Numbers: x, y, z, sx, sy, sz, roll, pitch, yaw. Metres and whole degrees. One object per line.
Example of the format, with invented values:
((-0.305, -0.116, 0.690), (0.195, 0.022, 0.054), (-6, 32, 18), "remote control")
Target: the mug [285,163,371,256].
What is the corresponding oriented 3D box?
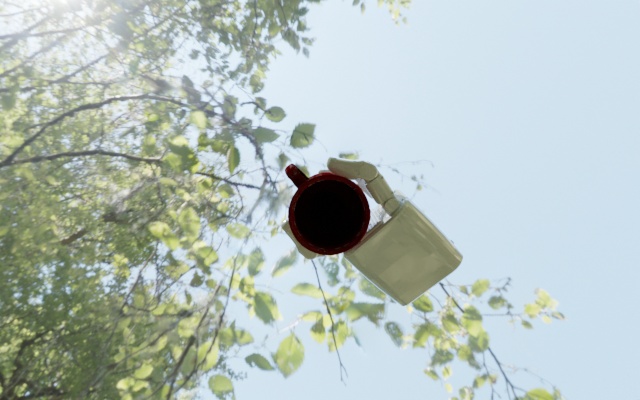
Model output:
((-0.001, 0.001, 0.572), (0.117, 0.093, 0.081), (45, 5, -8), "mug")
